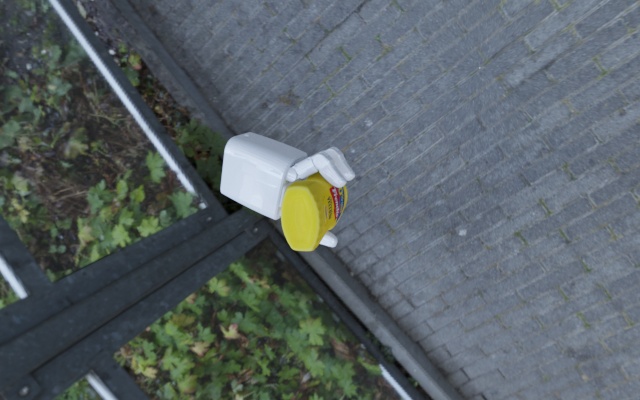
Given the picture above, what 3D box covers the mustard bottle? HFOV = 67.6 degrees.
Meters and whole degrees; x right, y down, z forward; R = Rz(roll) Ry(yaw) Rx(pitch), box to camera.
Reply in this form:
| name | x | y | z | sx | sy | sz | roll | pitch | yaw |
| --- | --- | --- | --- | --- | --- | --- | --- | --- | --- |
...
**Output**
| name | x | y | z | sx | sy | sz | roll | pitch | yaw |
| --- | --- | --- | --- | --- | --- | --- | --- | --- | --- |
| mustard bottle | 0.000 | 0.003 | 0.734 | 0.058 | 0.096 | 0.191 | -1 | 15 | 18 |
